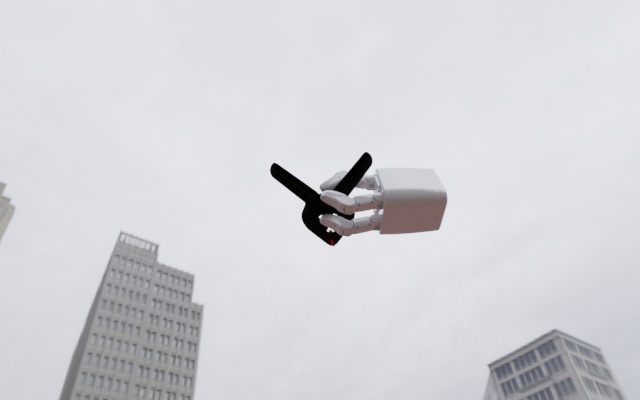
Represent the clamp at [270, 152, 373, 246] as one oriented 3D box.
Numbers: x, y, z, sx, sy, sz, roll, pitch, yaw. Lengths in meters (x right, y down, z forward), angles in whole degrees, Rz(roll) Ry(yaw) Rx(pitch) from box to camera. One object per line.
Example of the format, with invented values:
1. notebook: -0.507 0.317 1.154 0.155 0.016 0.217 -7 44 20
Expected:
1. clamp: 0.000 0.002 0.825 0.164 0.036 0.210 -1 -45 -2
